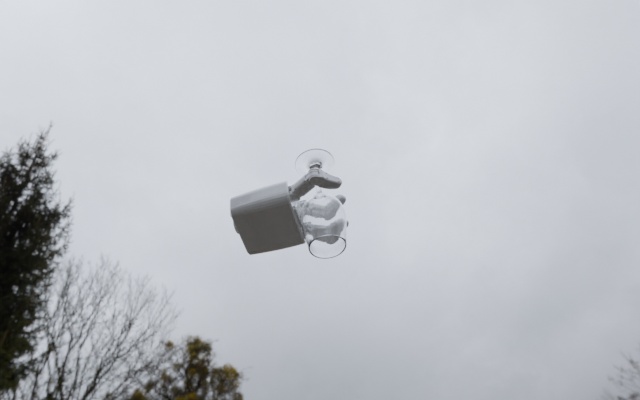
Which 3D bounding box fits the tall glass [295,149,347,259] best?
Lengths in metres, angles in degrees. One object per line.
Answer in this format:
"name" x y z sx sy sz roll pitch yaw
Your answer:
"tall glass" 0.000 0.002 0.830 0.079 0.200 0.079 -5 -43 -5
